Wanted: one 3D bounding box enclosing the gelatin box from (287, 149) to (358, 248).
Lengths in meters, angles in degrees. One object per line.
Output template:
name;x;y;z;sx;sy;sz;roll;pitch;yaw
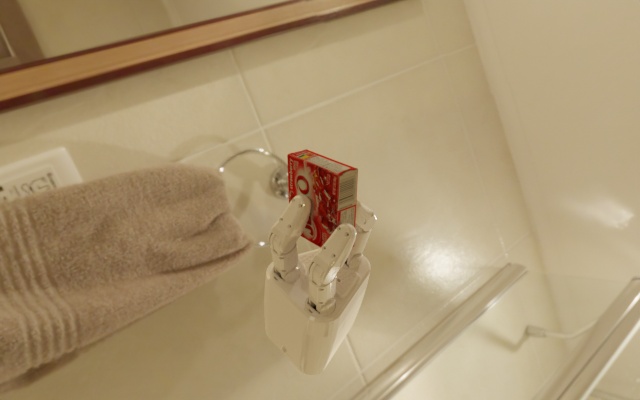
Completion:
gelatin box;0.000;0.001;0.476;0.030;0.089;0.073;-21;34;-38
